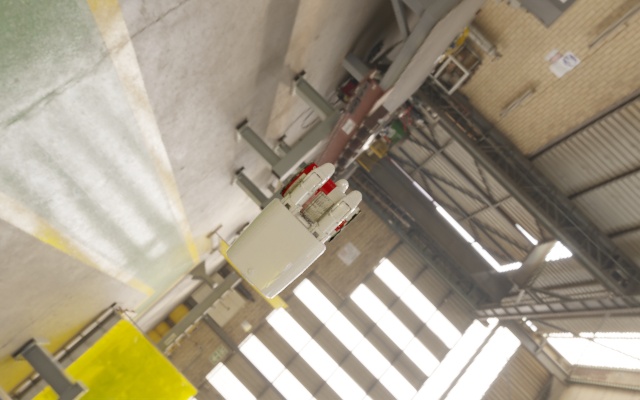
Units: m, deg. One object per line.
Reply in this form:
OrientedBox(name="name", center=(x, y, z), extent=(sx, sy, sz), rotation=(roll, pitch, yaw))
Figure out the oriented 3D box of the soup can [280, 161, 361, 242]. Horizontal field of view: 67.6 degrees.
OrientedBox(name="soup can", center=(0.001, 0.002, 0.691), extent=(0.068, 0.102, 0.068), rotation=(-44, -3, -3))
